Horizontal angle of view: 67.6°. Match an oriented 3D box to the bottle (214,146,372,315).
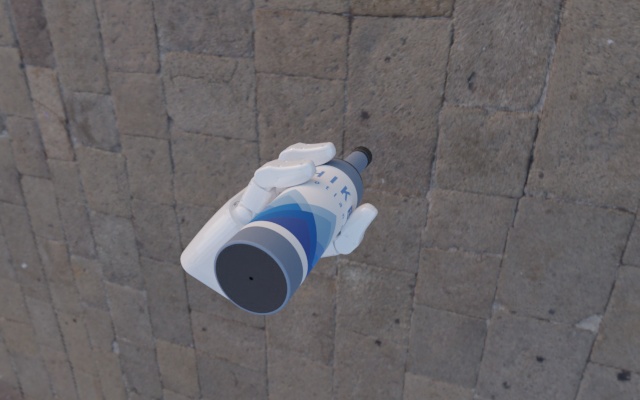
[{"bbox_3d":[0.000,0.002,0.487,0.069,0.069,0.295,0,23,23],"label":"bottle"}]
